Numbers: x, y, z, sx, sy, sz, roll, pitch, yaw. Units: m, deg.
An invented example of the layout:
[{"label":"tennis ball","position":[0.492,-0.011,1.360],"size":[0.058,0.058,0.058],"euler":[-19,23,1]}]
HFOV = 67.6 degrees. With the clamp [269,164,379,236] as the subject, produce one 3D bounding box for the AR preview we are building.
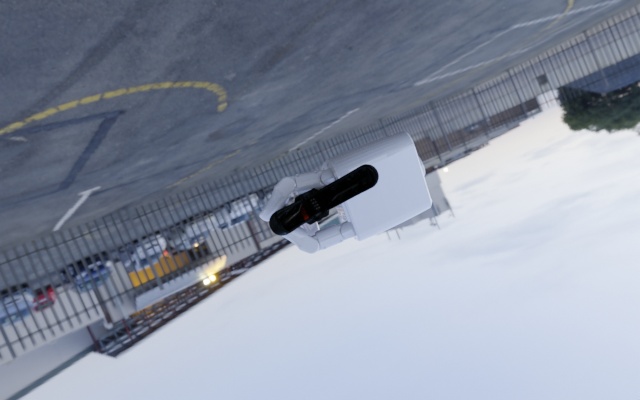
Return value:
[{"label":"clamp","position":[0.000,0.002,0.533],"size":[0.120,0.039,0.171],"euler":[-23,1,-5]}]
